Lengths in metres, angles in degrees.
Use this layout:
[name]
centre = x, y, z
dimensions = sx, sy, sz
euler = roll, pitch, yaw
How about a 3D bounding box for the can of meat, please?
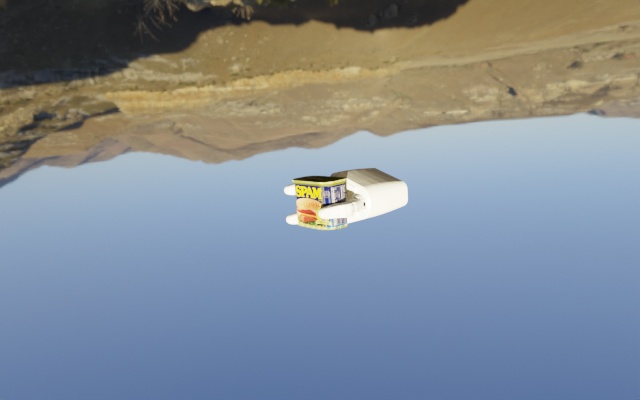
[can of meat]
centre = 0.000, 0.003, 0.836
dimensions = 0.057, 0.084, 0.102
euler = -14, 14, -40
